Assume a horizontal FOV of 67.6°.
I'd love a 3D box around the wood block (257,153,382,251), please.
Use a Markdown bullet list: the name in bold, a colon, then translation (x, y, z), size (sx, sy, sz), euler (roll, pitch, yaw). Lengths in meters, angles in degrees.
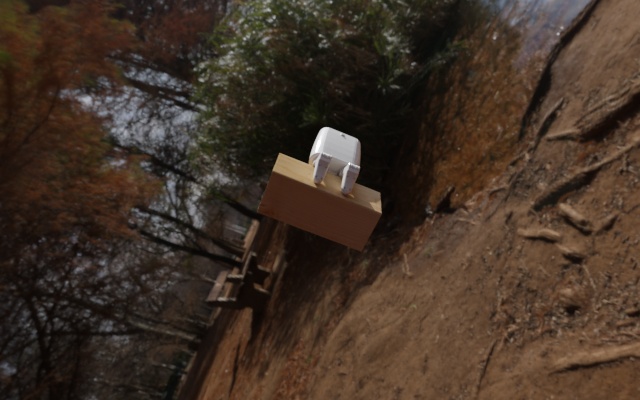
- **wood block**: translation (0.000, 0.003, 0.885), size (0.206, 0.091, 0.090), euler (21, 28, -6)
